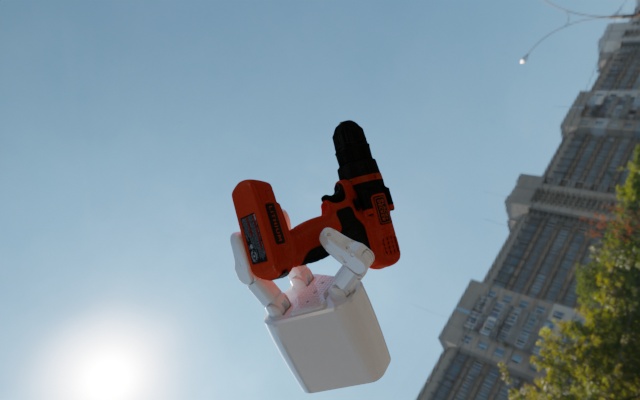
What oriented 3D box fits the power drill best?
[{"bbox_3d":[0.000,0.002,0.536,0.187,0.184,0.057,-11,-9,-34],"label":"power drill"}]
